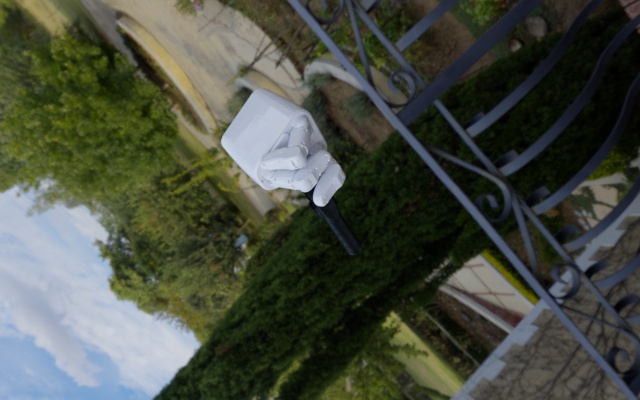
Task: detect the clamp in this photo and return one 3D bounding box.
[{"bbox_3d":[0.000,0.003,0.701,0.120,0.039,0.172,41,-13,41],"label":"clamp"}]
